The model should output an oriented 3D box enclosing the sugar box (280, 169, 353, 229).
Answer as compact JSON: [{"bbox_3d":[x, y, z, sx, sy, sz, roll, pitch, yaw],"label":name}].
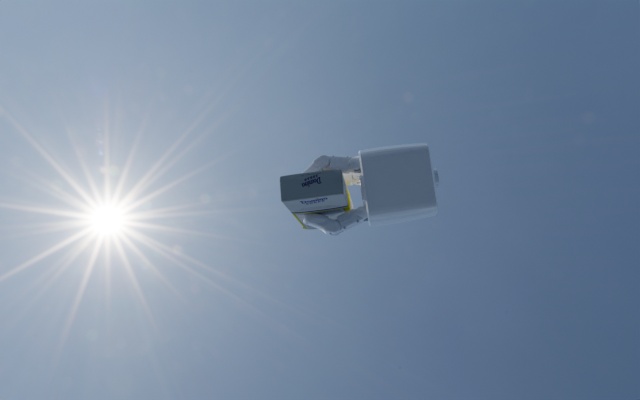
[{"bbox_3d":[0.000,0.002,0.758,0.093,0.048,0.176,-7,-20,7],"label":"sugar box"}]
